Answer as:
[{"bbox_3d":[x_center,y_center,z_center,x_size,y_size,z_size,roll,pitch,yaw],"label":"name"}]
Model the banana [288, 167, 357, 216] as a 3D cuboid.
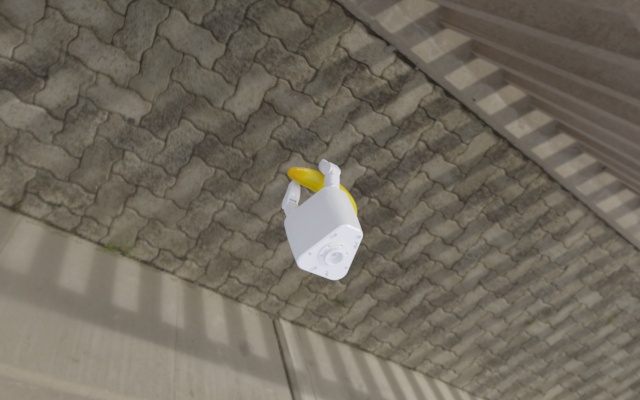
[{"bbox_3d":[0.018,-0.004,0.886,0.069,0.037,0.198,-30,-51,12],"label":"banana"}]
